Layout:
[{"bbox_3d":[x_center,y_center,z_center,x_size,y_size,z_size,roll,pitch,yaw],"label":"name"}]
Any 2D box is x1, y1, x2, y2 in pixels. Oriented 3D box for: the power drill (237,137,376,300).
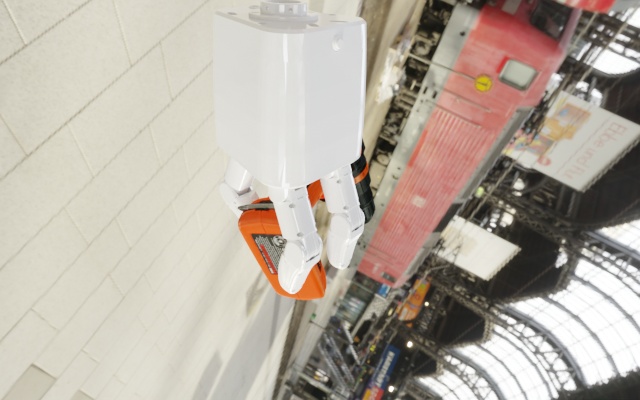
[{"bbox_3d":[0.000,0.002,0.472,0.057,0.185,0.187,-4,41,26],"label":"power drill"}]
